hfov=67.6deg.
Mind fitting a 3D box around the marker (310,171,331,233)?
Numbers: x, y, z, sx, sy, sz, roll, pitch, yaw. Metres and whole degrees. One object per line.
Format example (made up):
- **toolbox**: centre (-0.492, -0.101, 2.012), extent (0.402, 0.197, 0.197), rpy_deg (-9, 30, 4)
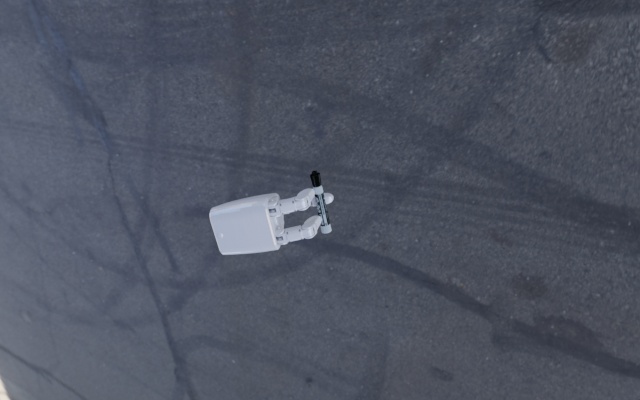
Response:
- **marker**: centre (0.000, 0.003, 0.876), extent (0.020, 0.121, 0.020), rpy_deg (-10, 21, 4)
